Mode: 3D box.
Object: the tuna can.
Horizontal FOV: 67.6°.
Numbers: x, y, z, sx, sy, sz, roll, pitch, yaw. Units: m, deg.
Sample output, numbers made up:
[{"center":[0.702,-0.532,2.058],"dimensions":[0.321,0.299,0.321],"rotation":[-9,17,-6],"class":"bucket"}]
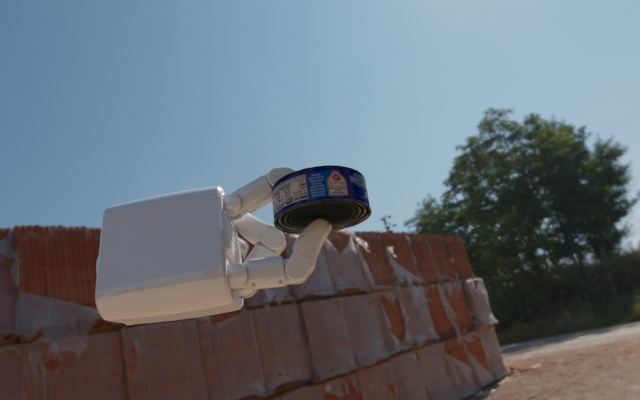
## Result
[{"center":[0.000,0.001,0.421],"dimensions":[0.086,0.033,0.086],"rotation":[-7,-20,-2],"class":"tuna can"}]
